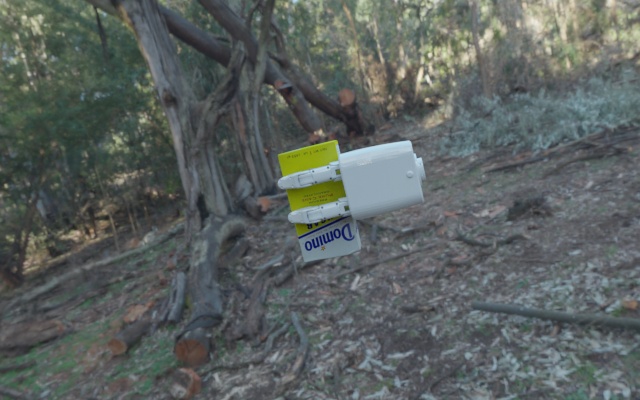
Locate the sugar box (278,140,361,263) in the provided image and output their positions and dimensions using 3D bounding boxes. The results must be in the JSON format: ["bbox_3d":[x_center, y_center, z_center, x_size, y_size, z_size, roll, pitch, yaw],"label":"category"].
[{"bbox_3d":[0.000,0.002,0.747,0.093,0.176,0.048,-13,6,10],"label":"sugar box"}]
